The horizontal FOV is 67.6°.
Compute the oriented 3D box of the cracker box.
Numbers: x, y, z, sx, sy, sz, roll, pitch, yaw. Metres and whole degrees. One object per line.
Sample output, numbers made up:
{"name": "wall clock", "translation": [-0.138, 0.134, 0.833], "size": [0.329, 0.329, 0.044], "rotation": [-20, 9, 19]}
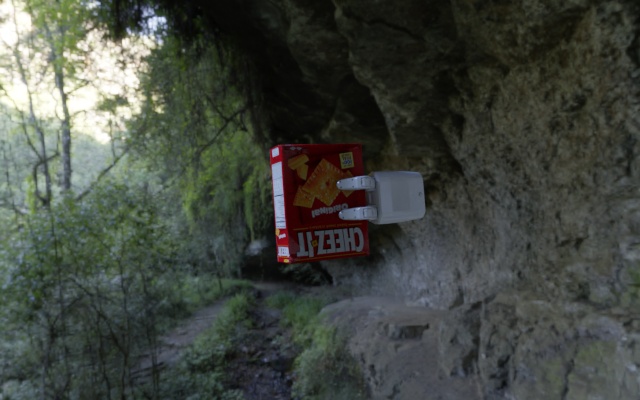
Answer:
{"name": "cracker box", "translation": [0.000, 0.003, 0.886], "size": [0.164, 0.213, 0.072], "rotation": [-4, -2, -23]}
